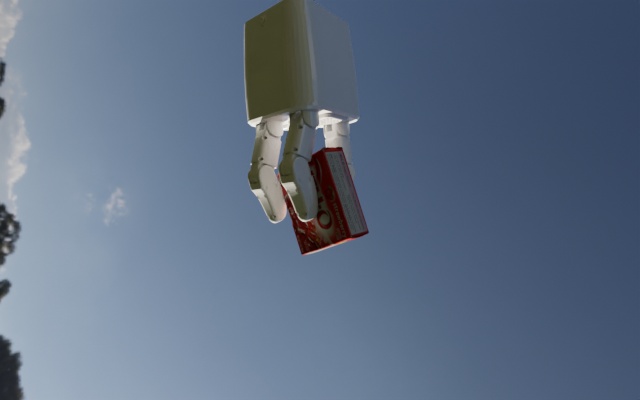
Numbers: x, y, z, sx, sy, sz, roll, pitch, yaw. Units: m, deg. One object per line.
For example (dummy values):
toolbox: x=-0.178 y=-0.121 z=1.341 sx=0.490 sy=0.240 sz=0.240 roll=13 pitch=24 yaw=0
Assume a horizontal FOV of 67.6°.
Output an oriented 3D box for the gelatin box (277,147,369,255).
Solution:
gelatin box: x=0.000 y=0.002 z=0.464 sx=0.030 sy=0.089 sz=0.073 roll=-11 pitch=-9 yaw=-45
